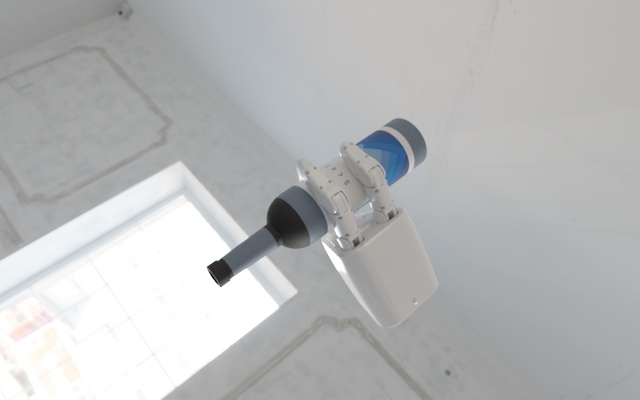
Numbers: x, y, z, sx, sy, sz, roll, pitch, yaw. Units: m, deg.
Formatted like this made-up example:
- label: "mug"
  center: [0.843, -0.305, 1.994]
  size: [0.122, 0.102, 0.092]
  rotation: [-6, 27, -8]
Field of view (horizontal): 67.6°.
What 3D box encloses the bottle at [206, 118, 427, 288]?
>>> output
- label: "bottle"
  center: [0.000, 0.002, 0.549]
  size: [0.295, 0.069, 0.069]
  rotation: [-35, 16, -24]
